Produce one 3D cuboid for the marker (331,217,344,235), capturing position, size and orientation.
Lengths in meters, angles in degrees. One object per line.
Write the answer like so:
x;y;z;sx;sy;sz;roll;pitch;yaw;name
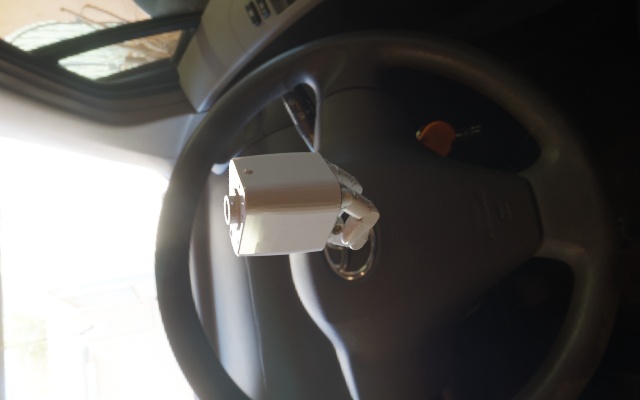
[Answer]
0.000;0.002;0.609;0.020;0.020;0.121;0;32;-23;marker
